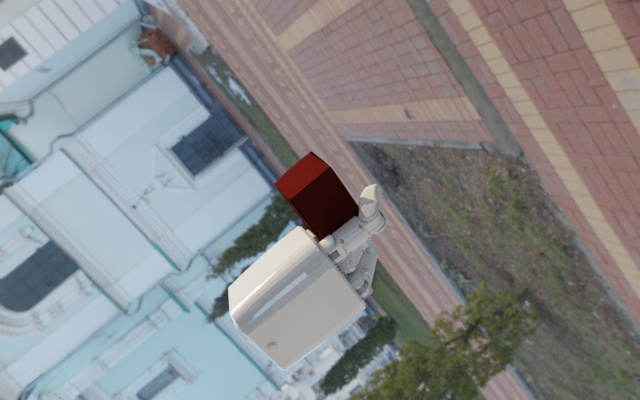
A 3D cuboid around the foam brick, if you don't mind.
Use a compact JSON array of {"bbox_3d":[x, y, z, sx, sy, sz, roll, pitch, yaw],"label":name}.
[{"bbox_3d":[0.000,0.001,0.476,0.051,0.078,0.053,-39,30,-4],"label":"foam brick"}]
